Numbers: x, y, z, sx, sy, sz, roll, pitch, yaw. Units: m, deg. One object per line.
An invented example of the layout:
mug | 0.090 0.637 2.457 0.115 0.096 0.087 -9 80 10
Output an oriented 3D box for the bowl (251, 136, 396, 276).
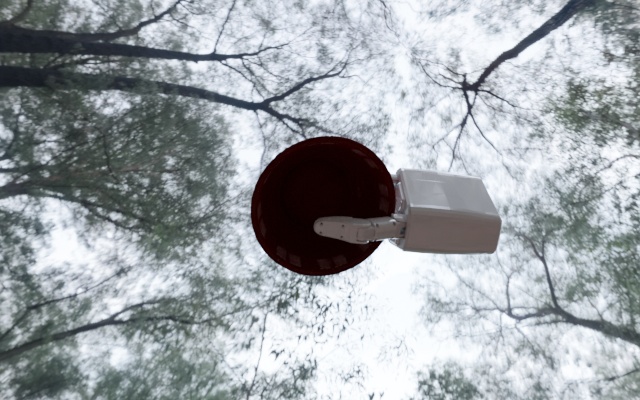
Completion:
bowl | -0.001 0.001 0.539 0.162 0.162 0.055 0 19 -13
